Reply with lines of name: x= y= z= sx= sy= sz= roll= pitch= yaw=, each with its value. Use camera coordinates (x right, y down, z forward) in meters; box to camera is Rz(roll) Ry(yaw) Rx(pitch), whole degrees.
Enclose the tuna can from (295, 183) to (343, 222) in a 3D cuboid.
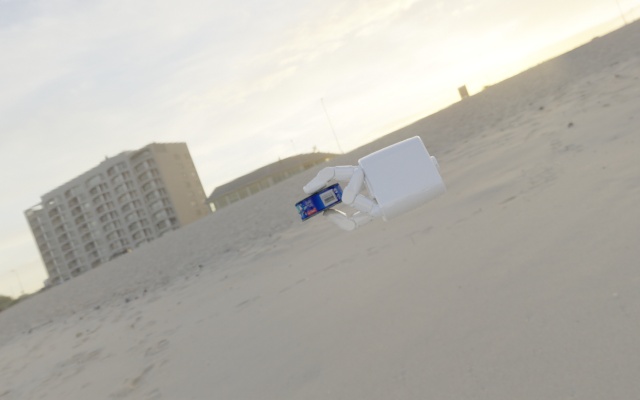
tuna can: x=0.000 y=0.002 z=0.816 sx=0.086 sy=0.034 sz=0.086 roll=-27 pitch=-1 yaw=-1
